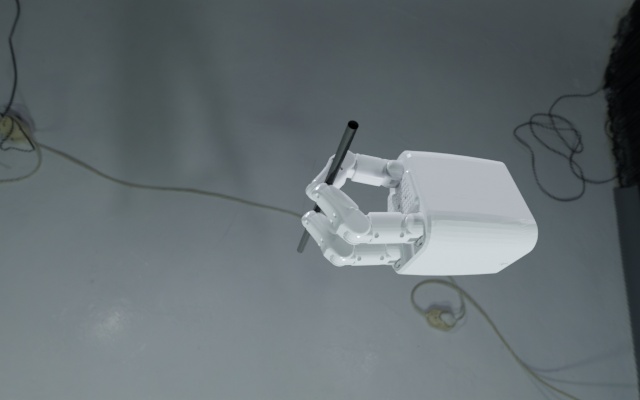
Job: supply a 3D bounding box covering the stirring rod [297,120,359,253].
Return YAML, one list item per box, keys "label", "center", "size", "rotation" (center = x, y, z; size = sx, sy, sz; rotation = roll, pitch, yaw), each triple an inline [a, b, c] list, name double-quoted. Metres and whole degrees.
- label: "stirring rod"
  center: [0.000, 0.001, 0.443]
  size: [0.011, 0.011, 0.240]
  rotation: [0, -27, -12]
